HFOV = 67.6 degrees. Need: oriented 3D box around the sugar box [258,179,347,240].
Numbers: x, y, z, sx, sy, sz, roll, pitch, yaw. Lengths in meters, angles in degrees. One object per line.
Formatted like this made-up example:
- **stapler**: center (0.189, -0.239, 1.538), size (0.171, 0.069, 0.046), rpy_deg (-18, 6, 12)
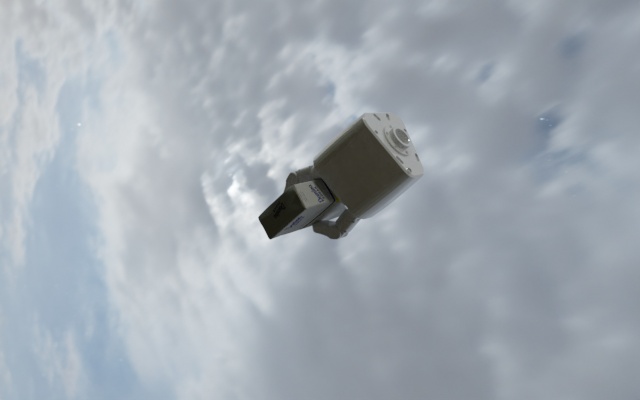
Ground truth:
- **sugar box**: center (0.000, 0.002, 0.719), size (0.176, 0.048, 0.093), rpy_deg (-11, -22, -48)
